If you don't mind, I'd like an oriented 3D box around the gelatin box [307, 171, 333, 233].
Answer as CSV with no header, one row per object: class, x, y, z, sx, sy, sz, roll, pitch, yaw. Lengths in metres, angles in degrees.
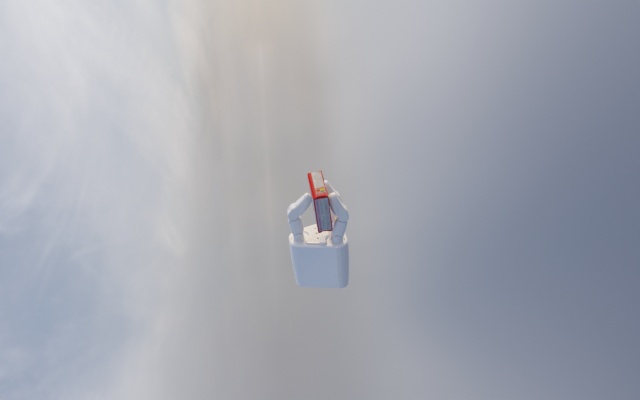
gelatin box,0.000,0.003,0.869,0.030,0.089,0.073,-11,42,-2
